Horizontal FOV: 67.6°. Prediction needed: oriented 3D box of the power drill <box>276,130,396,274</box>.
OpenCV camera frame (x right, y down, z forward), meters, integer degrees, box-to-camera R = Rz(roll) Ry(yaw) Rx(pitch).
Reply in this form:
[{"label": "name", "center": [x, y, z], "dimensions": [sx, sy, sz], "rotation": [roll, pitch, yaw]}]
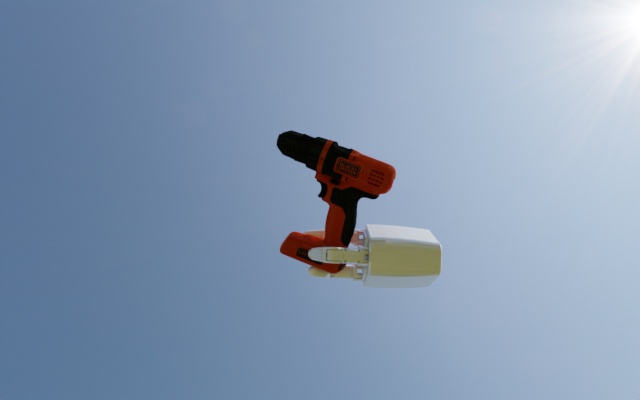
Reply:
[{"label": "power drill", "center": [0.000, 0.003, 0.721], "dimensions": [0.184, 0.188, 0.057], "rotation": [21, 17, 10]}]
